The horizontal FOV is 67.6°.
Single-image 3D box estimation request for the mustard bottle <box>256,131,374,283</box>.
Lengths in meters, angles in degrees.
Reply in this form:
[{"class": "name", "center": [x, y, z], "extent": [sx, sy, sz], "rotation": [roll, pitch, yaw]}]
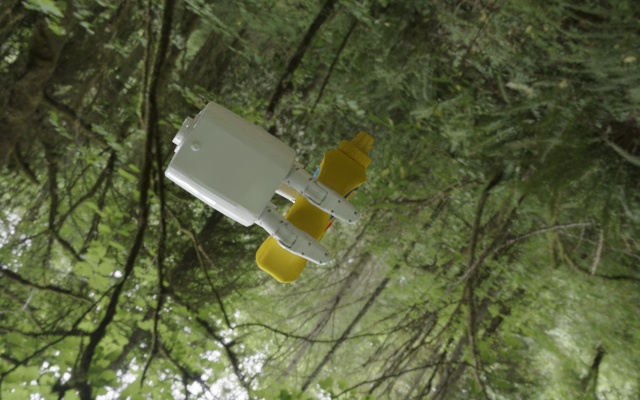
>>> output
[{"class": "mustard bottle", "center": [0.000, 0.002, 0.560], "extent": [0.058, 0.191, 0.096], "rotation": [35, 6, 3]}]
